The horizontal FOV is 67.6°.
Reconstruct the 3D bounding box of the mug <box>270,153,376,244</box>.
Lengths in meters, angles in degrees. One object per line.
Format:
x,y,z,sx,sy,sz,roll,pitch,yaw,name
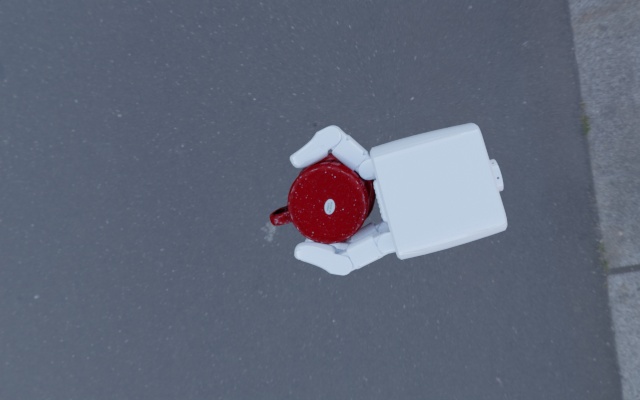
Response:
-0.001,0.002,0.509,0.117,0.093,0.081,-17,7,10,mug
